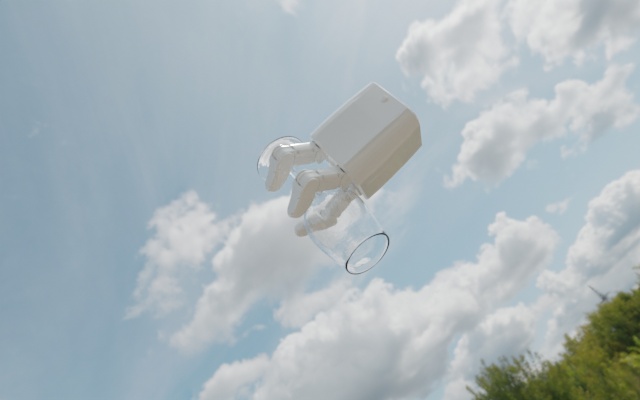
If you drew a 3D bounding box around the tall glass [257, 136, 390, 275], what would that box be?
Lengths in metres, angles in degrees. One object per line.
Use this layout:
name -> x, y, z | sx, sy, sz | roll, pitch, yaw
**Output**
tall glass -> 0.000, 0.002, 0.596 | 0.079, 0.079, 0.201 | 0, 37, -42
